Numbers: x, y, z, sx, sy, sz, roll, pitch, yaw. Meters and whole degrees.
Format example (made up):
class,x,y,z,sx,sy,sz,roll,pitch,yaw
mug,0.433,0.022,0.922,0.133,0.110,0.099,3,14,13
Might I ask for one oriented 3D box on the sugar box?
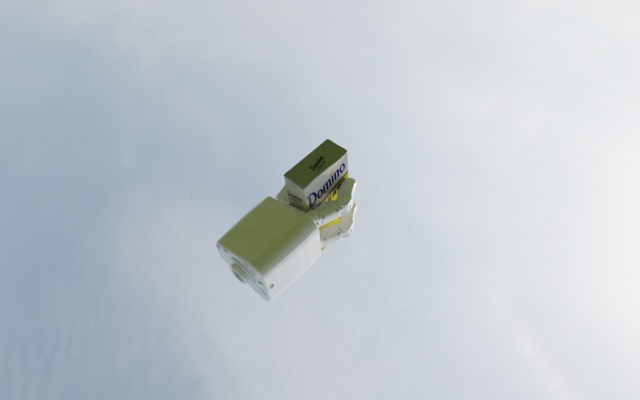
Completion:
class,x,y,z,sx,sy,sz,roll,pitch,yaw
sugar box,0.000,0.003,0.718,0.048,0.093,0.176,35,-28,26
